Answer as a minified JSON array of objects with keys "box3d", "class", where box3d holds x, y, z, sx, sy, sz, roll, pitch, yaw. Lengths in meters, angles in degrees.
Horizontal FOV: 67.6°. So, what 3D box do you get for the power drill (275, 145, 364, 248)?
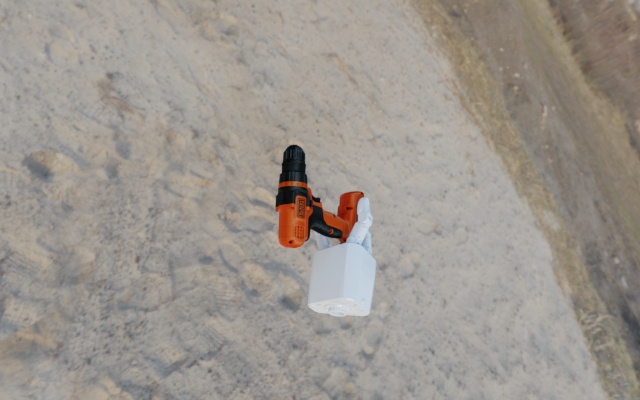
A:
[{"box3d":[0.001,0.003,0.879,0.188,0.184,0.057,13,-16,-40],"class":"power drill"}]
